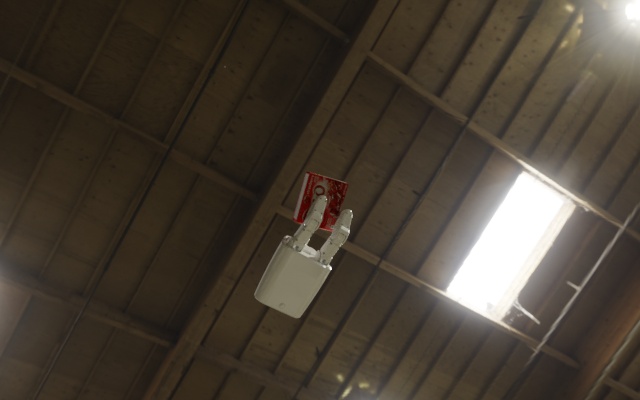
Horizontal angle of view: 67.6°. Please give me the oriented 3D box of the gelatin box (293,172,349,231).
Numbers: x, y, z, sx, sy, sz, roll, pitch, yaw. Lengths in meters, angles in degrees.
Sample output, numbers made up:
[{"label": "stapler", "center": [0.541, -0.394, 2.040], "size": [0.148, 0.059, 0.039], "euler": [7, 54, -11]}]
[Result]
[{"label": "gelatin box", "center": [0.000, 0.002, 0.821], "size": [0.073, 0.089, 0.030], "euler": [15, 3, -17]}]
